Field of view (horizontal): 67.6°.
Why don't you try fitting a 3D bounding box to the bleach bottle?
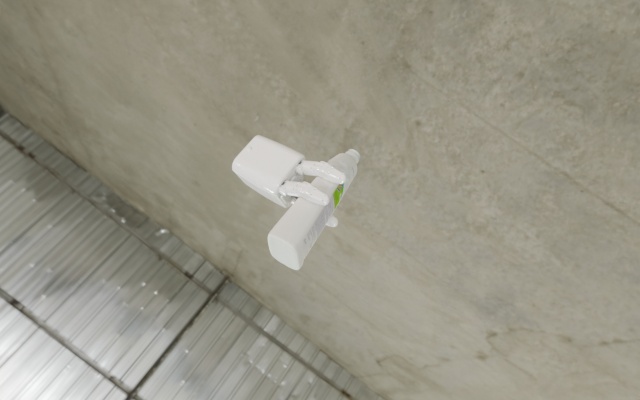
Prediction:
[{"bbox_3d":[0.000,0.003,0.891,0.068,0.250,0.103,28,-29,17],"label":"bleach bottle"}]
